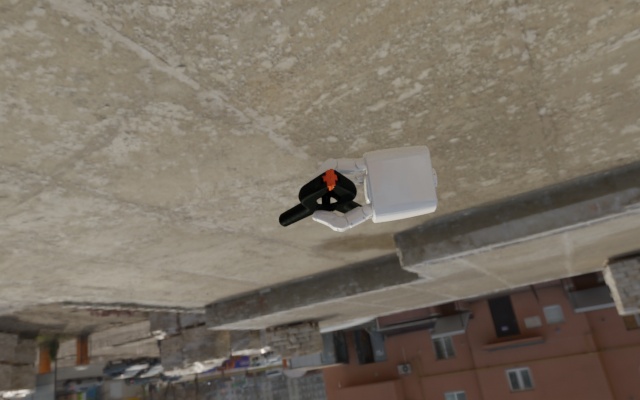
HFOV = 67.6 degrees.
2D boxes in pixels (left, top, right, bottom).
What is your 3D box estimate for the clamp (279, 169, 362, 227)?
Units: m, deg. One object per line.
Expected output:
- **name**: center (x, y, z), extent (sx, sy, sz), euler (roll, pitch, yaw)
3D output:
- **clamp**: center (0.000, 0.003, 0.803), extent (0.164, 0.036, 0.210), euler (-8, -19, 1)
